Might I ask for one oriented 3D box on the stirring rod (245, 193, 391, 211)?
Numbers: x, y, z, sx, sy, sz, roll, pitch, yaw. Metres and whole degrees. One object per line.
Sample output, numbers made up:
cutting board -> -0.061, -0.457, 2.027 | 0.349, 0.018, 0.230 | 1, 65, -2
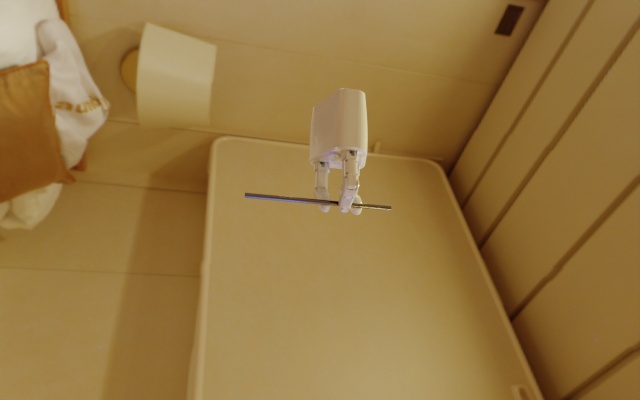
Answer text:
stirring rod -> 0.000, 0.002, 0.763 | 0.239, 0.011, 0.011 | 5, -1, -14
